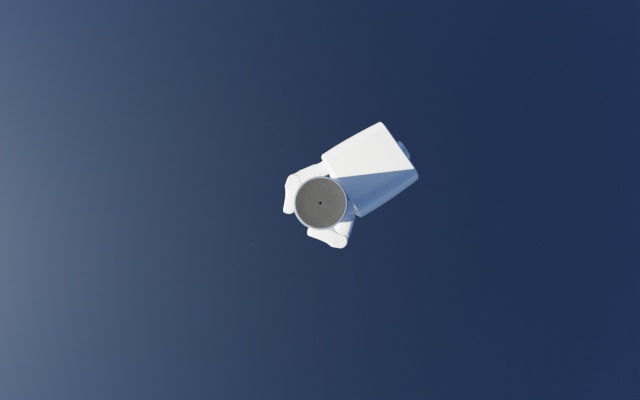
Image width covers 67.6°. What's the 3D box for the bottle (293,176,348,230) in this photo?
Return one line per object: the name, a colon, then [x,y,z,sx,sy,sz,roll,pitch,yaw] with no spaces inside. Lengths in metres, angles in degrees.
bottle: [0.000,0.002,0.727,0.069,0.069,0.295,0,0,0]
